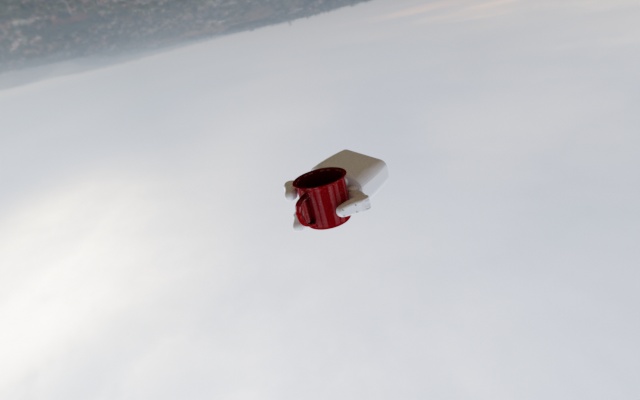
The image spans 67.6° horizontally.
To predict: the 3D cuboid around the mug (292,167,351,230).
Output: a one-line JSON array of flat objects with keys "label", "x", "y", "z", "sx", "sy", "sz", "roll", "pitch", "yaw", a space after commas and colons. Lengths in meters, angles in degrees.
[{"label": "mug", "x": -0.001, "y": 0.003, "z": 0.803, "sx": 0.093, "sy": 0.081, "sz": 0.117, "roll": 3, "pitch": 27, "yaw": 36}]
